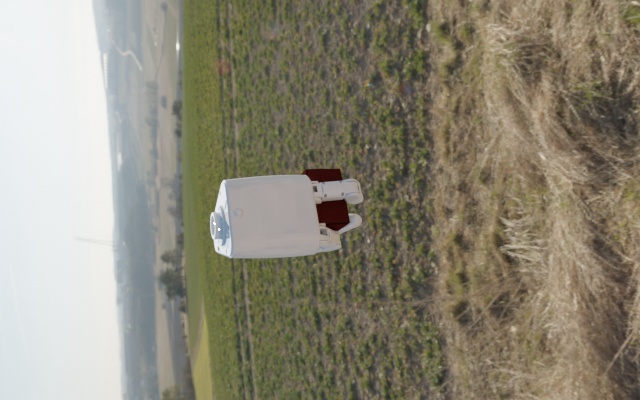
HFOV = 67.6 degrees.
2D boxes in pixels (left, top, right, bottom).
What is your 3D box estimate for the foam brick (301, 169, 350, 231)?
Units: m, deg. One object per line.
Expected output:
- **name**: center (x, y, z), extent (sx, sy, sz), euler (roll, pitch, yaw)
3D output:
- **foam brick**: center (0.000, 0.002, 0.629), extent (0.051, 0.078, 0.053), euler (-2, -18, -23)
